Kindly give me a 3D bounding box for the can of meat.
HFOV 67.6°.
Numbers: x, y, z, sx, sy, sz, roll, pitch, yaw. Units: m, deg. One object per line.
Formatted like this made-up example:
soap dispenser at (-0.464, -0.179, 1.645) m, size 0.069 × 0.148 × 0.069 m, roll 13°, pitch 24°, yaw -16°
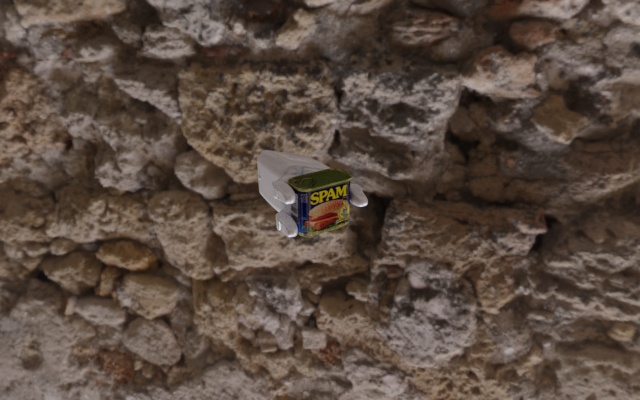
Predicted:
can of meat at (0.000, 0.003, 0.762) m, size 0.102 × 0.084 × 0.057 m, roll -15°, pitch 28°, yaw -31°
